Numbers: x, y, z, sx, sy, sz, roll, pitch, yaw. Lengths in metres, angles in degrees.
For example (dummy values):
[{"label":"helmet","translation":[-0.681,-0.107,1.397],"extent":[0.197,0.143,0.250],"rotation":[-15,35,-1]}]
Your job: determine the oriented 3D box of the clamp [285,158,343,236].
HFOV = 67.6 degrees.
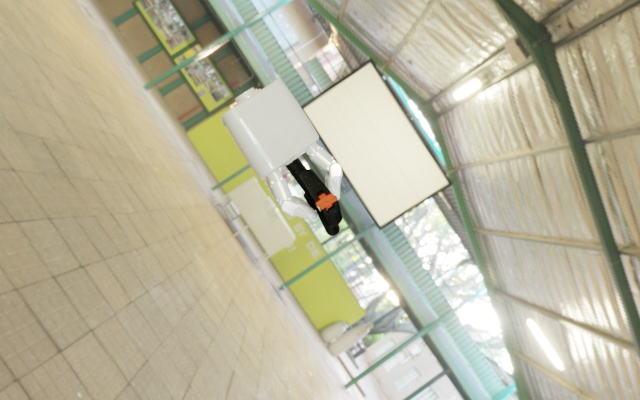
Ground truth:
[{"label":"clamp","translation":[0.001,0.002,0.738],"extent":[0.036,0.164,0.210],"rotation":[-33,14,-4]}]
